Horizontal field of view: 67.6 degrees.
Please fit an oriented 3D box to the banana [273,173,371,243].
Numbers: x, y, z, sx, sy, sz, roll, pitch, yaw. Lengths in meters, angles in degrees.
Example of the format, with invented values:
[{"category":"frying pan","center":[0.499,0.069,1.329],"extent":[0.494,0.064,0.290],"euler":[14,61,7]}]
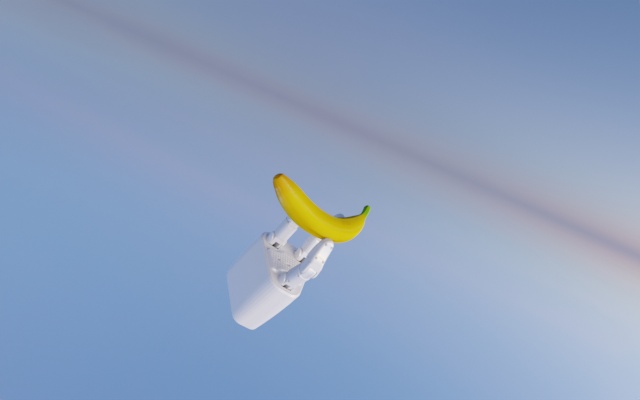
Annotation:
[{"category":"banana","center":[0.002,0.021,0.671],"extent":[0.037,0.069,0.198],"euler":[-14,-23,38]}]
